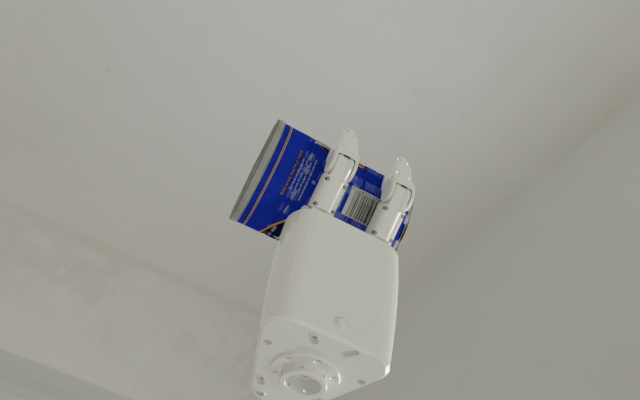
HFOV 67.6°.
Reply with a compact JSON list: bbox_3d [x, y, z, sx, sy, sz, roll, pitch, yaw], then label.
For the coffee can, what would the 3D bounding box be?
[{"bbox_3d":[0.000,0.001,0.451,0.140,0.103,0.103,26,-5,-11],"label":"coffee can"}]
